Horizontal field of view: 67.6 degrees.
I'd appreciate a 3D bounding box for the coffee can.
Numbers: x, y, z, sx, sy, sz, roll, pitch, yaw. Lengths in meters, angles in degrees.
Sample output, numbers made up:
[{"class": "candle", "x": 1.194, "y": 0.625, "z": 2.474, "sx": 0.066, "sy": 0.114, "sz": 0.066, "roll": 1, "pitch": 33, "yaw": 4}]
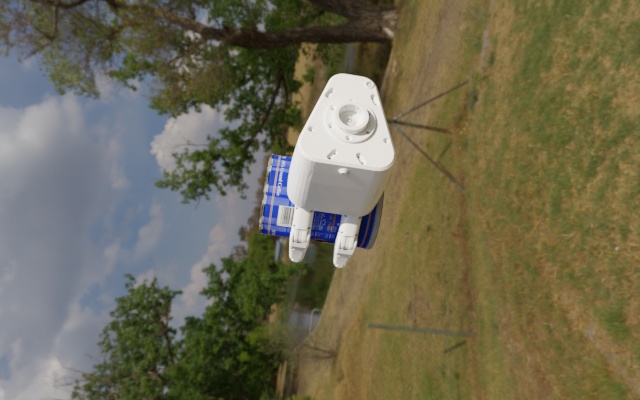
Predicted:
[{"class": "coffee can", "x": 0.000, "y": 0.002, "z": 0.603, "sx": 0.140, "sy": 0.103, "sz": 0.103, "roll": 8, "pitch": -1, "yaw": -4}]
